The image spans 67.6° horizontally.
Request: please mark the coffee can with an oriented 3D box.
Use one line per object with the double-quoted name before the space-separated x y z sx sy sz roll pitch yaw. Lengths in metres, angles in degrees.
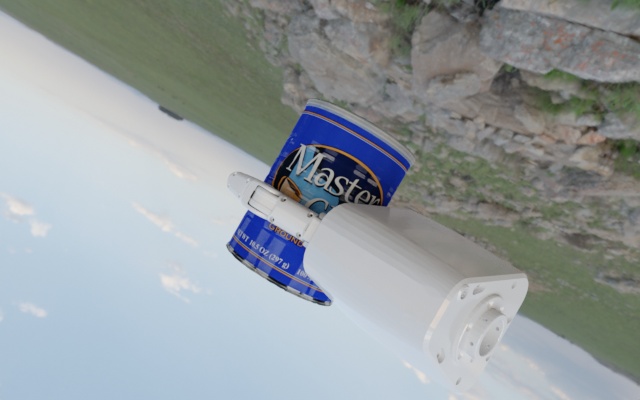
"coffee can" 0.000 0.001 0.402 0.103 0.140 0.103 30 0 0
